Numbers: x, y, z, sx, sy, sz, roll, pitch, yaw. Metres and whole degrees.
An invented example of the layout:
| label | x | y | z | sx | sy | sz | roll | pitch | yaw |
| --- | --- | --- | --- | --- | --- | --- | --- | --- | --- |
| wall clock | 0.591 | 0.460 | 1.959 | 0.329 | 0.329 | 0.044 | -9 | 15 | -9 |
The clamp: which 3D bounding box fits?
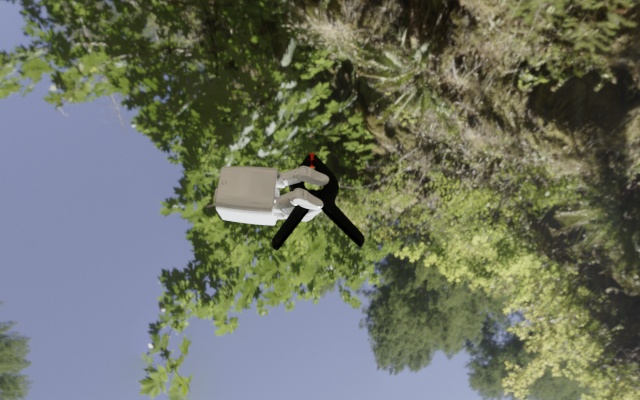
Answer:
| label | x | y | z | sx | sy | sz | roll | pitch | yaw |
| --- | --- | --- | --- | --- | --- | --- | --- | --- | --- |
| clamp | 0.000 | 0.003 | 0.893 | 0.164 | 0.209 | 0.036 | 5 | -33 | -2 |
